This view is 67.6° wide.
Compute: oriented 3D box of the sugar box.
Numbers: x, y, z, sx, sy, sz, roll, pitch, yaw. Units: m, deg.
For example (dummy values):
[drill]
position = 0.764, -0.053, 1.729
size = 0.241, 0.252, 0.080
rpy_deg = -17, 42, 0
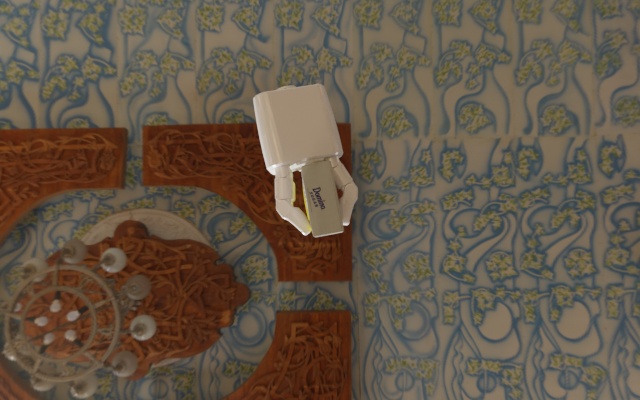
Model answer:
[sugar box]
position = 0.000, 0.002, 0.677
size = 0.048, 0.093, 0.176
rpy_deg = -11, -3, 1
